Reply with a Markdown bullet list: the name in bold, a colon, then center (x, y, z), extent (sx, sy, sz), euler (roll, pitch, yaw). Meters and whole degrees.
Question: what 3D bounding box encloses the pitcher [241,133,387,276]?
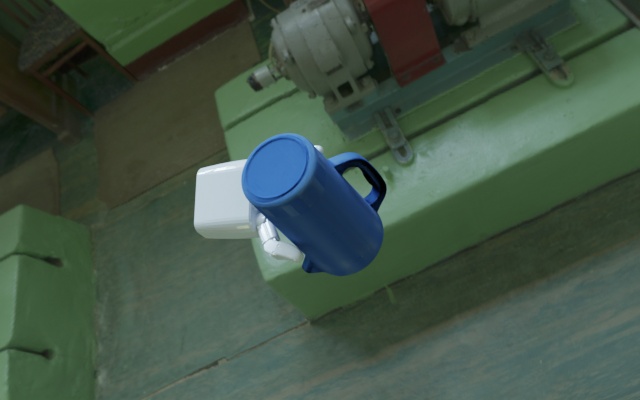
- **pitcher**: center (0.000, 0.002, 0.688), extent (0.145, 0.149, 0.243), euler (-6, -28, 24)
